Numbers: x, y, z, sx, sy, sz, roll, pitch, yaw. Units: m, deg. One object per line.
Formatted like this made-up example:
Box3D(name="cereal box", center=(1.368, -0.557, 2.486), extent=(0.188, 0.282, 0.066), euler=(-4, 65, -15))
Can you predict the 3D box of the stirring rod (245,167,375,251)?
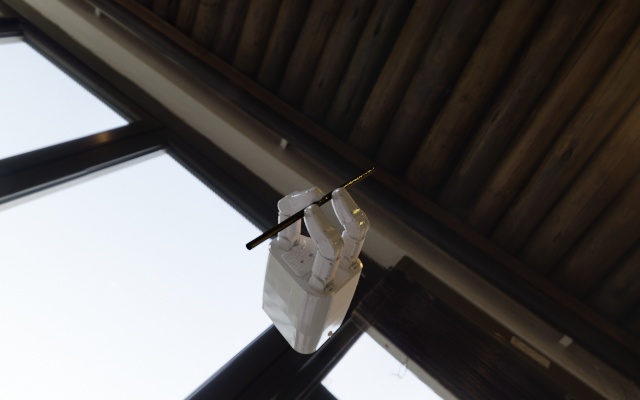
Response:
Box3D(name="stirring rod", center=(0.000, 0.002, 0.541), extent=(0.011, 0.011, 0.239), euler=(0, 20, 37))
